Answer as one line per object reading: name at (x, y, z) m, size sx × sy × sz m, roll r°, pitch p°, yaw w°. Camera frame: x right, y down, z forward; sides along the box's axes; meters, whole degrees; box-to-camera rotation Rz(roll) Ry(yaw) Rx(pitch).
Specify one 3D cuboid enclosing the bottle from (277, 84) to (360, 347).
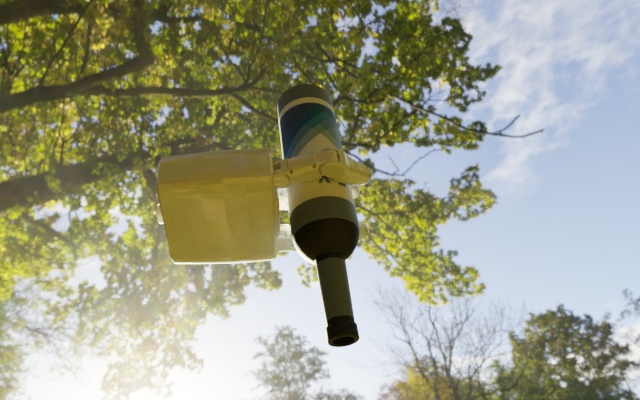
bottle at (0.000, 0.001, 0.486) m, size 0.069 × 0.295 × 0.069 m, roll -6°, pitch -37°, yaw -5°
